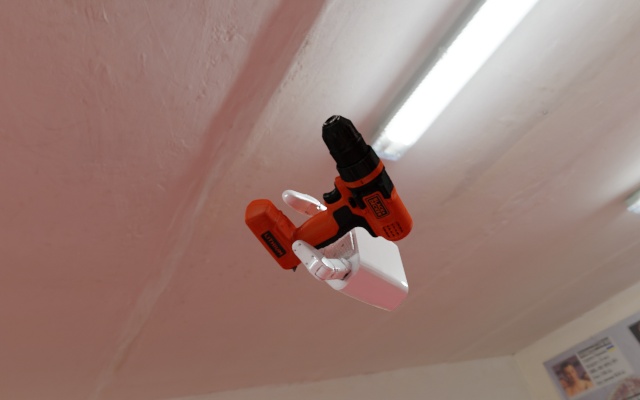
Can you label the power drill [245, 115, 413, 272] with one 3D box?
[{"bbox_3d":[0.000,0.002,0.604,0.188,0.184,0.057,-24,26,22],"label":"power drill"}]
